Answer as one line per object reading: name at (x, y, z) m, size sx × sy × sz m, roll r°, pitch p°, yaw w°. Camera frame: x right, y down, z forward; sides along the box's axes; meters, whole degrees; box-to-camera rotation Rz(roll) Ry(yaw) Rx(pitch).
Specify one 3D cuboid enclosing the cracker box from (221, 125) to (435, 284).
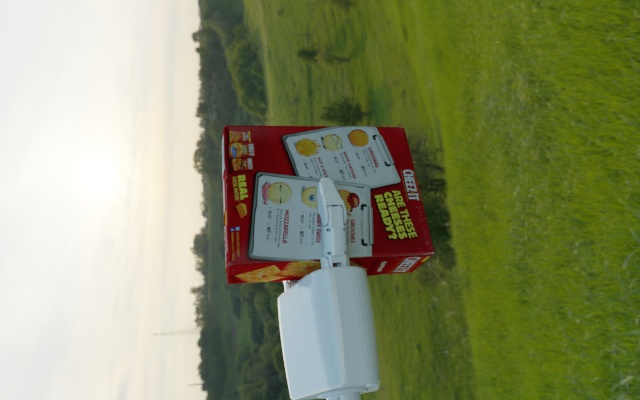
cracker box at (0.000, 0.002, 0.535) m, size 0.214 × 0.164 × 0.072 m, roll -1°, pitch -26°, yaw -13°
